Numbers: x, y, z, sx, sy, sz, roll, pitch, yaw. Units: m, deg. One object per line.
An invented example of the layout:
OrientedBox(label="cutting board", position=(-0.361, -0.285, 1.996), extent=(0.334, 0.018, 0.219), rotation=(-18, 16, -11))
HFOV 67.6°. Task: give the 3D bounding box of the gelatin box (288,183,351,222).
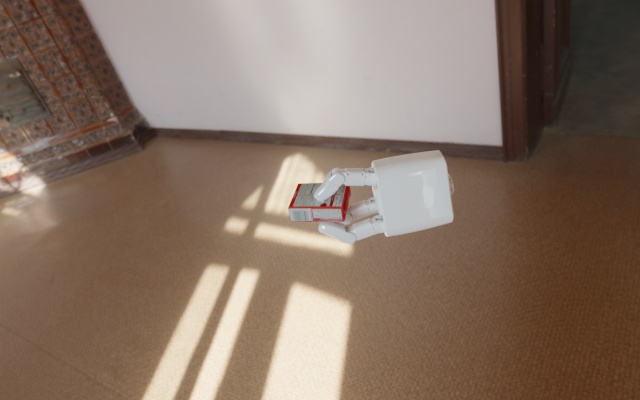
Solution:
OrientedBox(label="gelatin box", position=(0.000, 0.002, 0.756), extent=(0.089, 0.030, 0.073), rotation=(0, 34, 12))
